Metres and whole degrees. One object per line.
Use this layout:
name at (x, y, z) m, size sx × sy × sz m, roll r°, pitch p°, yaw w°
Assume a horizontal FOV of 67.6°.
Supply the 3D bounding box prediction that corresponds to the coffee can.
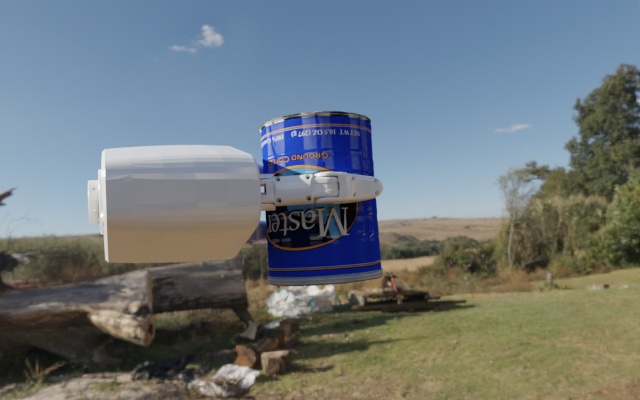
coffee can at (0.000, 0.002, 0.432) m, size 0.103 × 0.140 × 0.103 m, roll -4°, pitch -5°, yaw 0°
